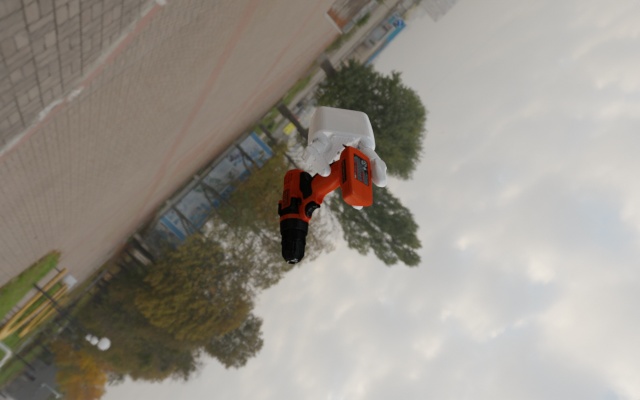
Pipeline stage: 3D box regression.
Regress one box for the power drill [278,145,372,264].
[{"bbox_3d":[0.000,0.002,0.812,0.188,0.184,0.057,-26,-37,37],"label":"power drill"}]
